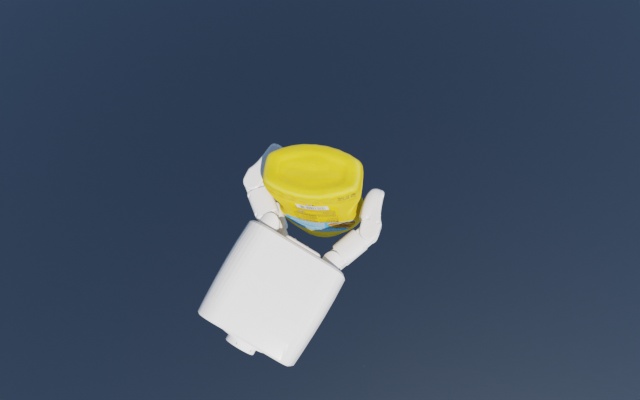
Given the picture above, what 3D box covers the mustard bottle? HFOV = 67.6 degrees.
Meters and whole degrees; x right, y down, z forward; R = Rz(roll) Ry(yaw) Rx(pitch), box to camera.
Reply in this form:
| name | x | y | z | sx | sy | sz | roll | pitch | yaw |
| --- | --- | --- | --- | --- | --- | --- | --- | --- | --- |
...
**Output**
| name | x | y | z | sx | sy | sz | roll | pitch | yaw |
| --- | --- | --- | --- | --- | --- | --- | --- | --- | --- |
| mustard bottle | 0.000 | 0.001 | 0.538 | 0.096 | 0.058 | 0.192 | 4 | -18 | 7 |
